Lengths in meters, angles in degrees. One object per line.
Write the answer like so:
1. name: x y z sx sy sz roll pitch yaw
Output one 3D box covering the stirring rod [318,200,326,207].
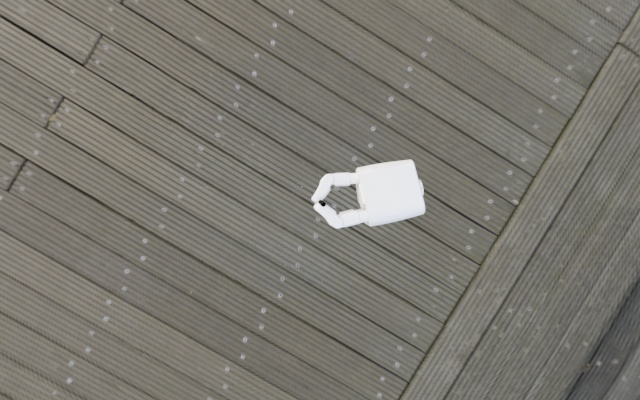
1. stirring rod: 0.000 0.003 0.886 0.011 0.011 0.239 0 2 -2
